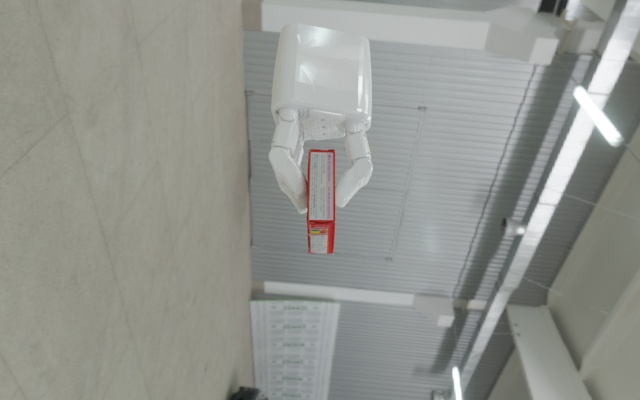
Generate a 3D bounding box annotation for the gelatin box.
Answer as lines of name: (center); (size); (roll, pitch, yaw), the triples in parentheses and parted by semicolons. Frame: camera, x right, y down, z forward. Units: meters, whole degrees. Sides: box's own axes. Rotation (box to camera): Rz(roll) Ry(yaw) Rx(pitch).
gelatin box: (0.001, 0.002, 0.503); (0.030, 0.089, 0.073); (0, -30, -1)
